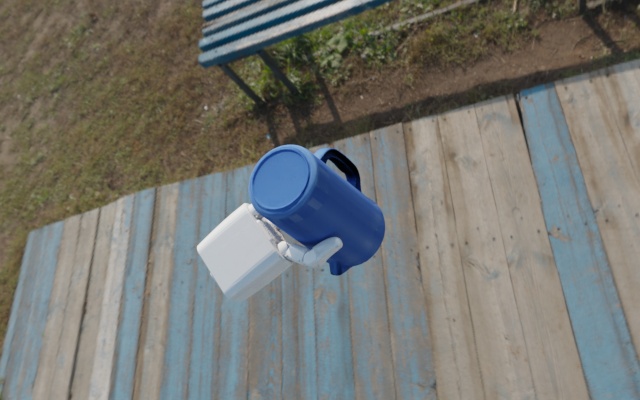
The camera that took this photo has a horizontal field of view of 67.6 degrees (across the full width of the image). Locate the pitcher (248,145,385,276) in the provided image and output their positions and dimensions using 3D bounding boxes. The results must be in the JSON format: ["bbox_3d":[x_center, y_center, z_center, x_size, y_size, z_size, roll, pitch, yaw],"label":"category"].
[{"bbox_3d":[0.000,0.003,0.732,0.145,0.149,0.243,-39,-33,8],"label":"pitcher"}]
